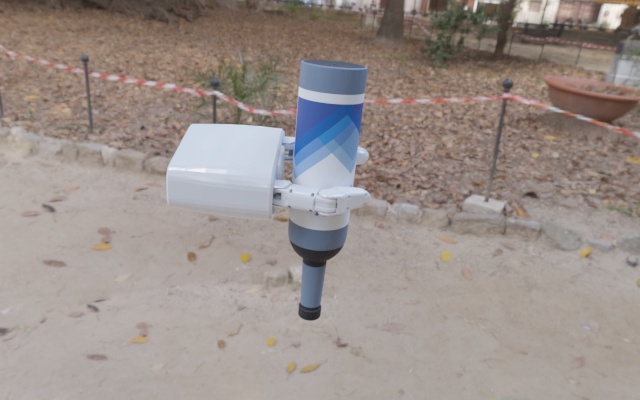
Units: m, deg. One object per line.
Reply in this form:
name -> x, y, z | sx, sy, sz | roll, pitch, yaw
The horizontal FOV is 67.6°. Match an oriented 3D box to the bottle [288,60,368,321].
bottle -> 0.000, 0.001, 0.525 | 0.069, 0.296, 0.069 | 5, 21, -2
